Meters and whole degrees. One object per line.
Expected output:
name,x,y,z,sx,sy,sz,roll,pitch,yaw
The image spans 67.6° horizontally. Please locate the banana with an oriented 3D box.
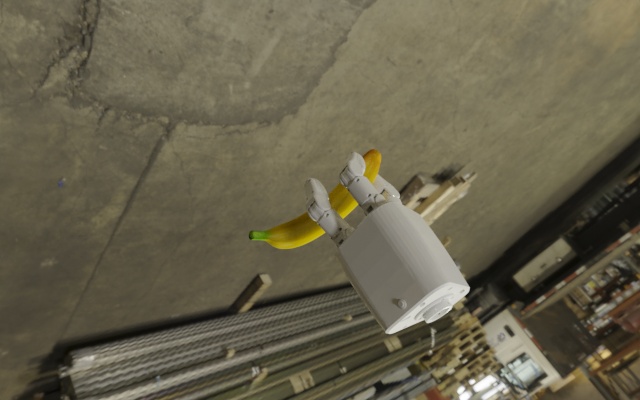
banana,0.005,0.010,0.613,0.198,0.037,0.070,-36,-30,11
